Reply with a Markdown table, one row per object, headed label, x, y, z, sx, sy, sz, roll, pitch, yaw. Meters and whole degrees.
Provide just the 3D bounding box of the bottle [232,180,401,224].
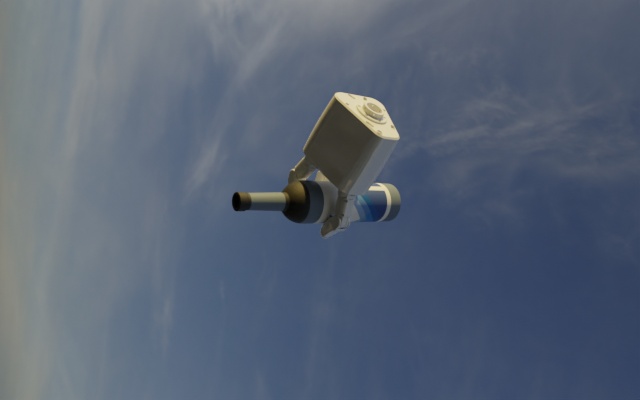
| label | x | y | z | sx | sy | sz | roll | pitch | yaw |
| --- | --- | --- | --- | --- | --- | --- | --- | --- | --- |
| bottle | 0.000 | 0.003 | 0.751 | 0.296 | 0.069 | 0.069 | 1 | 0 | -37 |
